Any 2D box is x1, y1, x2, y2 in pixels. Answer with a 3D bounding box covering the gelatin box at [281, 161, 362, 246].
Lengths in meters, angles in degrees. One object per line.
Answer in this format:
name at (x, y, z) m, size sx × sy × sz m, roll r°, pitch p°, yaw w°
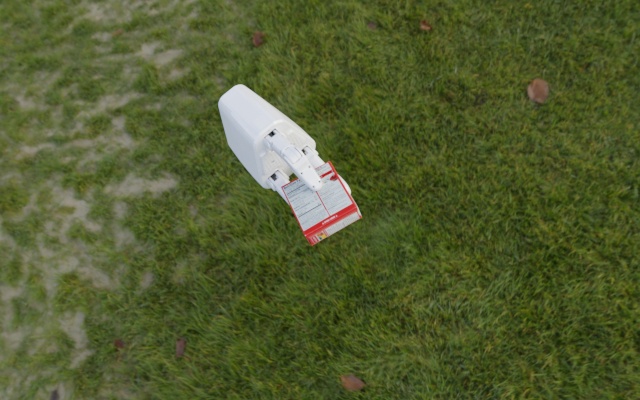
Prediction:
gelatin box at (0.000, 0.002, 0.607) m, size 0.073 × 0.089 × 0.030 m, roll -29°, pitch -37°, yaw 1°
